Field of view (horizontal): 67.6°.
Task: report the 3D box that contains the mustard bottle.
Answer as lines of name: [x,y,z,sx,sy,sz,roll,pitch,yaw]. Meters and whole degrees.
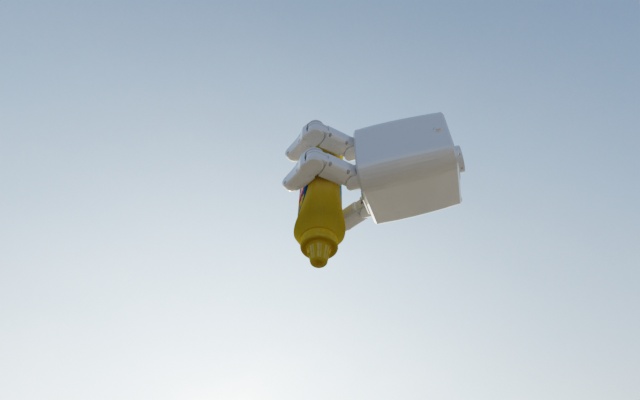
mustard bottle: [0.000,0.002,0.566,0.058,0.096,0.191,6,41,-5]
